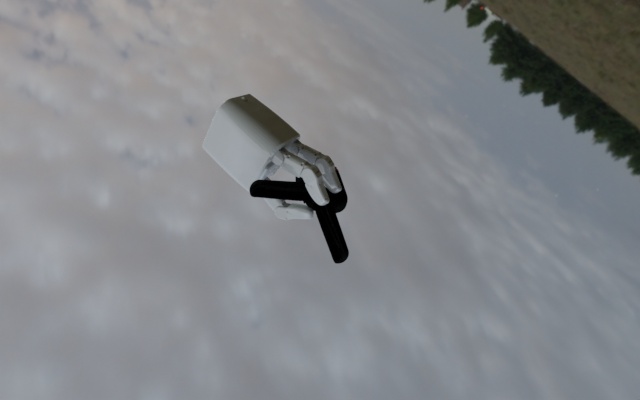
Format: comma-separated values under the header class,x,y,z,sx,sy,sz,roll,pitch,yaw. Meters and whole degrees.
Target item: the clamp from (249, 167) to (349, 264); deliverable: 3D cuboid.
class,x,y,z,sx,sy,sz,roll,pitch,yaw
clamp,0.000,0.003,0.726,0.036,0.164,0.210,-48,-3,28
